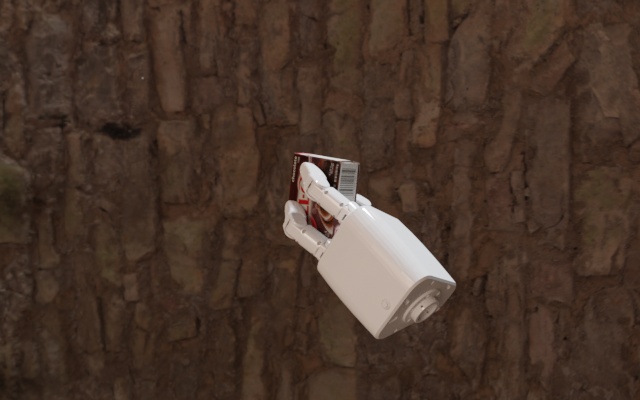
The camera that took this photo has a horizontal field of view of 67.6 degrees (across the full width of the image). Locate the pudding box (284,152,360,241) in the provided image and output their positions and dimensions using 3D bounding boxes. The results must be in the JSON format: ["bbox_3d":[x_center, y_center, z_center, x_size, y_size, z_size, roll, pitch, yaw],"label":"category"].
[{"bbox_3d":[0.000,0.002,0.588,0.039,0.113,0.090,3,9,-42],"label":"pudding box"}]
